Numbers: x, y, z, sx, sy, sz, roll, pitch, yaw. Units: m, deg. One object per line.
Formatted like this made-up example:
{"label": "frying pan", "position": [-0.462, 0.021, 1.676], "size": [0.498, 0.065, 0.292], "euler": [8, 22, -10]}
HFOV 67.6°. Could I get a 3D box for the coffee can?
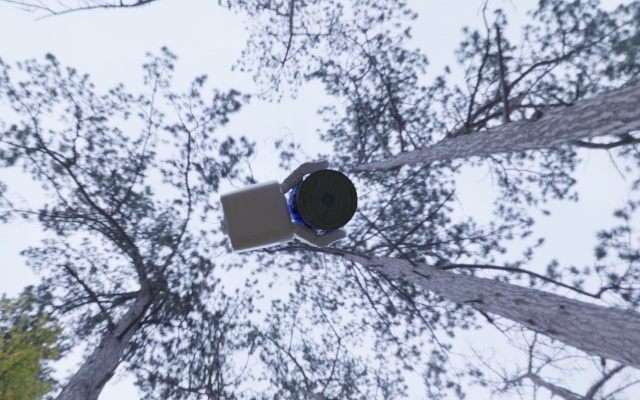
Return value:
{"label": "coffee can", "position": [0.000, 0.003, 0.852], "size": [0.103, 0.103, 0.140], "euler": [0, -3, -10]}
